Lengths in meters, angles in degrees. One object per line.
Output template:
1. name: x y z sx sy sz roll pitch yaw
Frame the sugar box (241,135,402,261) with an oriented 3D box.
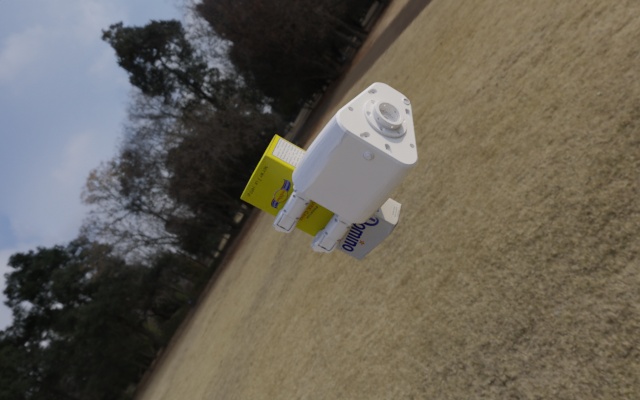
1. sugar box: 0.000 0.002 0.585 0.176 0.048 0.093 30 -42 -8
